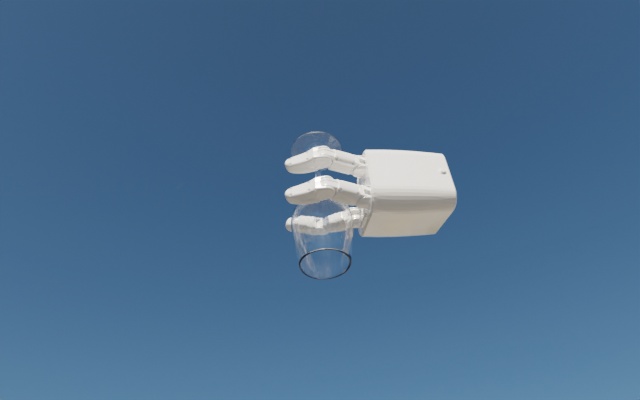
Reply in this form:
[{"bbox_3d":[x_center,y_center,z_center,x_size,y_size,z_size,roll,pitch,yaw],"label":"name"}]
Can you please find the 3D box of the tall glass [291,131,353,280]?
[{"bbox_3d":[0.000,0.002,0.623,0.079,0.200,0.079,-2,-43,-2],"label":"tall glass"}]
